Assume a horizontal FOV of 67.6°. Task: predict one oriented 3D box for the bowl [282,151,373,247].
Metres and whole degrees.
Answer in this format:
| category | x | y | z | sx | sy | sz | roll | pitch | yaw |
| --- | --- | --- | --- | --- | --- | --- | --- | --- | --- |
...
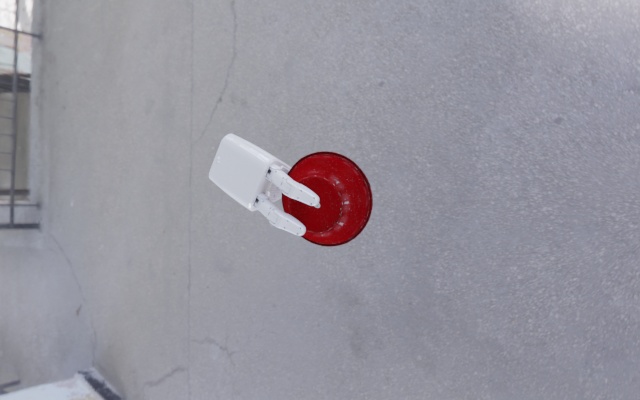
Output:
| category | x | y | z | sx | sy | sz | roll | pitch | yaw |
| --- | --- | --- | --- | --- | --- | --- | --- | --- | --- |
| bowl | 0.001 | 0.003 | 0.773 | 0.162 | 0.162 | 0.055 | 0 | 9 | 20 |
